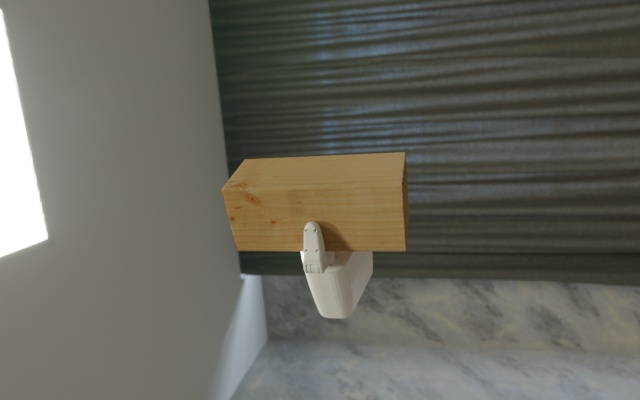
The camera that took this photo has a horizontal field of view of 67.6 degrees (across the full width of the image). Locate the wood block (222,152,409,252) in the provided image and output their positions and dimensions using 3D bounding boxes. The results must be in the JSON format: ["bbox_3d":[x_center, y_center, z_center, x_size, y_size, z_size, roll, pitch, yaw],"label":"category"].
[{"bbox_3d":[0.000,0.002,0.580,0.206,0.090,0.090,-2,29,13],"label":"wood block"}]
